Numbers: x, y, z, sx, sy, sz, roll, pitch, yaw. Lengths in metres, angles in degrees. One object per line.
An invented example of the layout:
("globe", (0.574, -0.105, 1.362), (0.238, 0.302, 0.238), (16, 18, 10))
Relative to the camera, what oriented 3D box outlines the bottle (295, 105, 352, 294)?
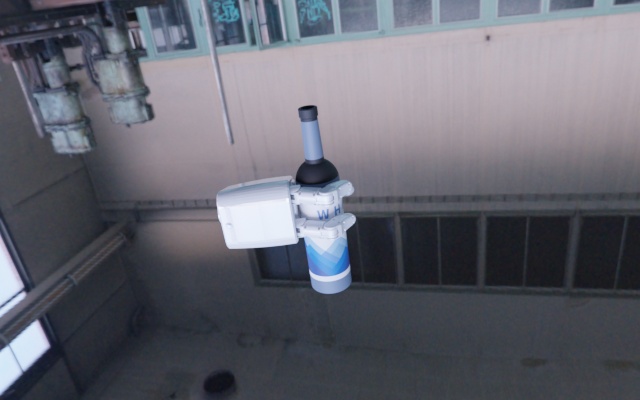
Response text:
("bottle", (0.000, 0.003, 0.728), (0.069, 0.296, 0.069), (-6, 25, 3))
